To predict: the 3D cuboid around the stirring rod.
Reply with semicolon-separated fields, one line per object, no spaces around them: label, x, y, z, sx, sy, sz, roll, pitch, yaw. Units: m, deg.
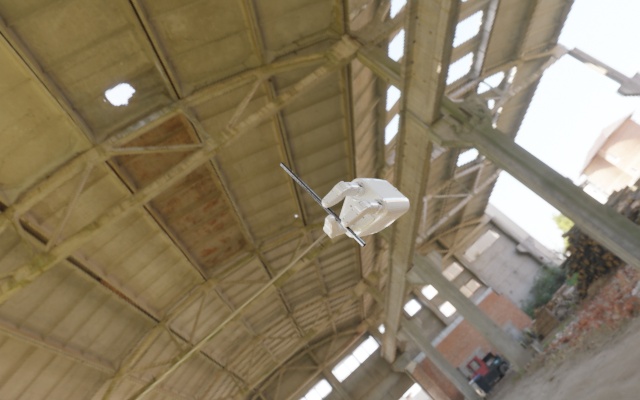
stirring rod;0.000;0.003;0.891;0.239;0.011;0.011;45;23;26
